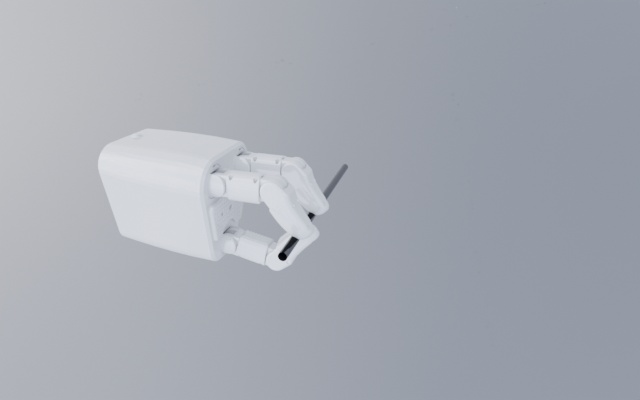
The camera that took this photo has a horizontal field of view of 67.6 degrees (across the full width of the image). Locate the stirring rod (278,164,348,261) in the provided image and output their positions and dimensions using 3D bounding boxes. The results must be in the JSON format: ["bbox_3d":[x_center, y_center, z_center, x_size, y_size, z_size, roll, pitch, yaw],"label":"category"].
[{"bbox_3d":[0.000,0.002,0.490,0.011,0.011,0.239,0,21,16],"label":"stirring rod"}]
